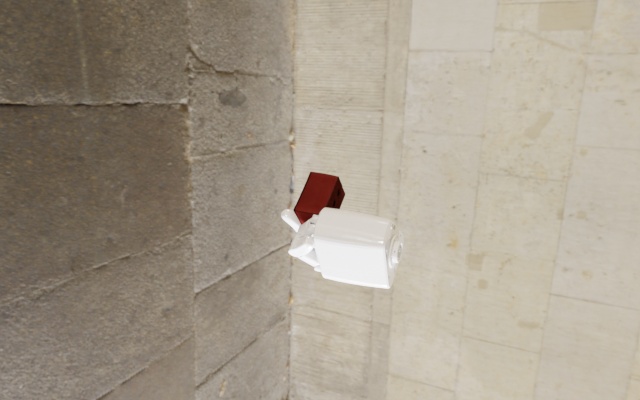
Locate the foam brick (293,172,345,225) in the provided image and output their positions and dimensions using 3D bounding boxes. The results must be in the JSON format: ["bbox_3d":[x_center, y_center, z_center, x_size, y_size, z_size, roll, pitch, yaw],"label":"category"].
[{"bbox_3d":[0.000,0.002,0.756,0.051,0.078,0.053,8,-31,24],"label":"foam brick"}]
